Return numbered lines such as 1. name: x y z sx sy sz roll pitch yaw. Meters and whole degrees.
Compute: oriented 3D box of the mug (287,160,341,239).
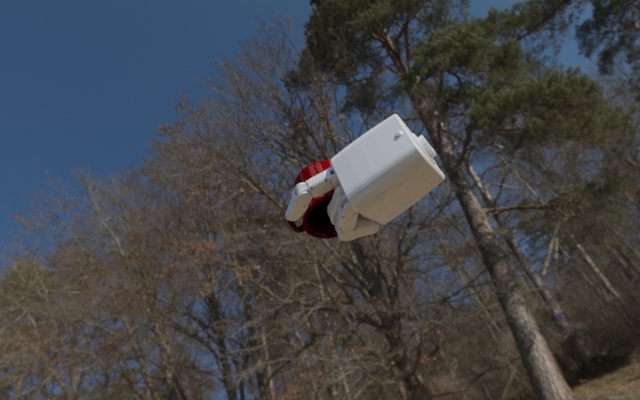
1. mug: -0.001 0.003 0.706 0.117 0.081 0.093 -36 -44 16
